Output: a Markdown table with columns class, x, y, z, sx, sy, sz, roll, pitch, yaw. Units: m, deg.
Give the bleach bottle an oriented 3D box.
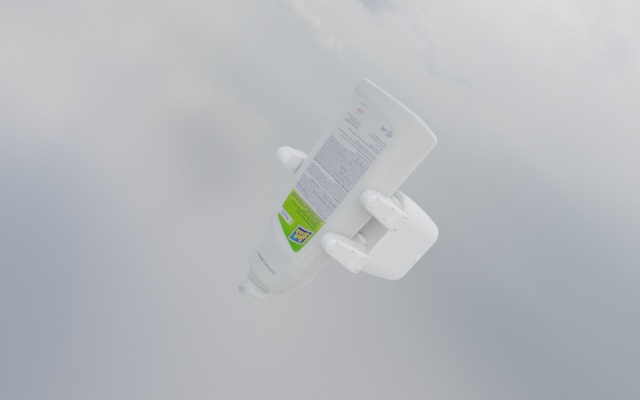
| class | x | y | z | sx | sy | sz | roll | pitch | yaw |
| --- | --- | --- | --- | --- | --- | --- | --- | --- | --- |
| bleach bottle | 0.000 | 0.002 | 0.495 | 0.068 | 0.251 | 0.102 | 30 | 14 | -52 |
